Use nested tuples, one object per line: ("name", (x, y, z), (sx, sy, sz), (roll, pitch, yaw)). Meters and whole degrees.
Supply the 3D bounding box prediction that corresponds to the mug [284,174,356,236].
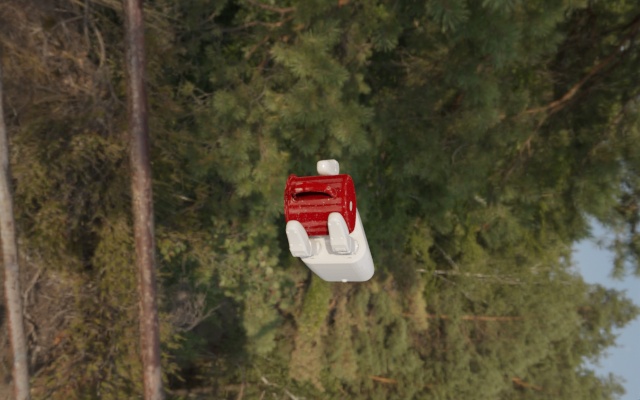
("mug", (0.000, 0.001, 0.640), (0.081, 0.093, 0.117), (-4, -25, 14))
